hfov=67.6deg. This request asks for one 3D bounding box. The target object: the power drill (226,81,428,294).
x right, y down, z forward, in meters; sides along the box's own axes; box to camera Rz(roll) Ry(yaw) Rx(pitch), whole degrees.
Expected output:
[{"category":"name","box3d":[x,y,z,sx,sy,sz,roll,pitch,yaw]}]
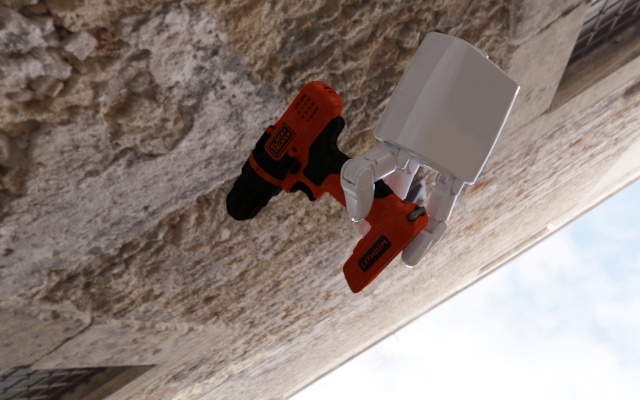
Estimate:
[{"category":"power drill","box3d":[0.001,0.002,0.492,0.184,0.187,0.057,-50,-13,27]}]
